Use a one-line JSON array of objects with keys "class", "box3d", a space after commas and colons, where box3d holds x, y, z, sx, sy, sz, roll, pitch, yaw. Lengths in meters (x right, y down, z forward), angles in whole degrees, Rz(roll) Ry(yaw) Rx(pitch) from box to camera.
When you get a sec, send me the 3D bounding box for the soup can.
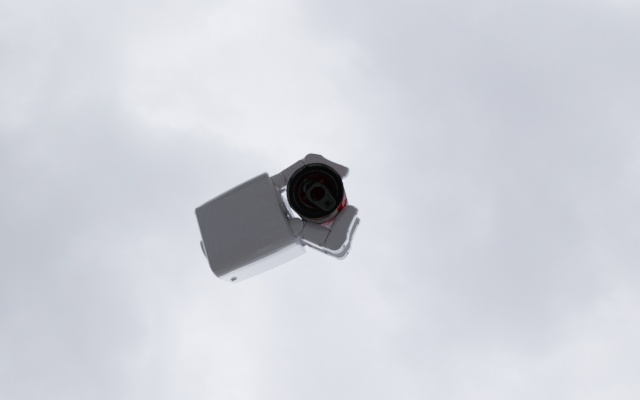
[{"class": "soup can", "box3d": [0.001, 0.002, 0.596, 0.068, 0.068, 0.102, 0, -15, 8]}]
